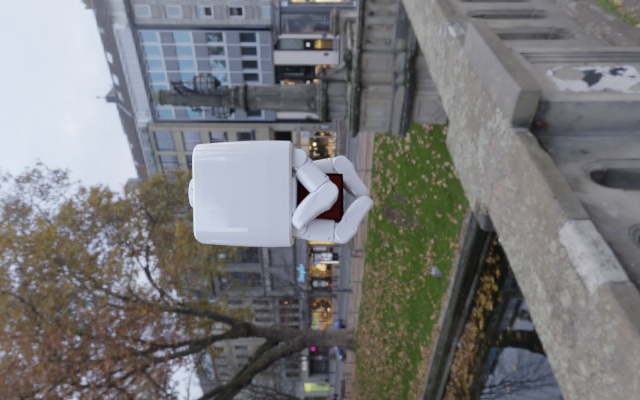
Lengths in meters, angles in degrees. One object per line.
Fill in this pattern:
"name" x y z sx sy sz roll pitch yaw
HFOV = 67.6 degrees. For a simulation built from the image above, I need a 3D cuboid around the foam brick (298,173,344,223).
"foam brick" 0.000 0.002 0.564 0.051 0.053 0.078 0 -13 0
